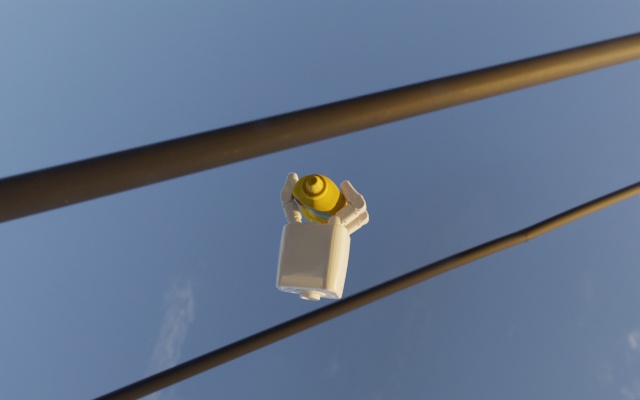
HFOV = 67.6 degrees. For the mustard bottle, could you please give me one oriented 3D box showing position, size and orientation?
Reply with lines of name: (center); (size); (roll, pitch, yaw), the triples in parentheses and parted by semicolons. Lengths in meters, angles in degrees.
mustard bottle: (0.000, 0.002, 0.821); (0.096, 0.058, 0.192); (29, -13, 17)
